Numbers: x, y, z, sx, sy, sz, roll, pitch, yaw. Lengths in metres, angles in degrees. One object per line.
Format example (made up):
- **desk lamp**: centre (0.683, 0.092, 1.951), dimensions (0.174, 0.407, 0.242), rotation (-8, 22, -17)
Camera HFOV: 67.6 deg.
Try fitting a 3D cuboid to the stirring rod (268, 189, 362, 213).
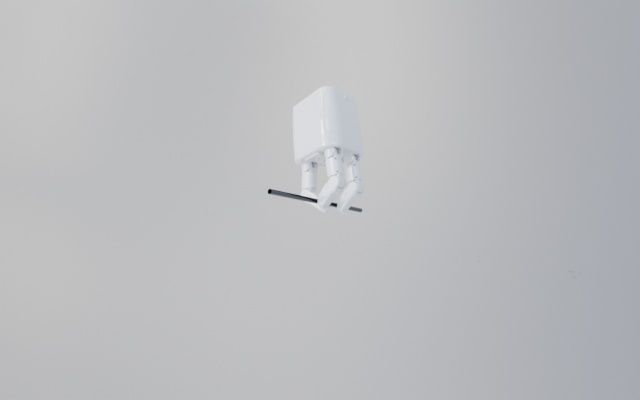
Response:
- **stirring rod**: centre (0.000, 0.002, 0.778), dimensions (0.011, 0.011, 0.239), rotation (0, -7, 38)
